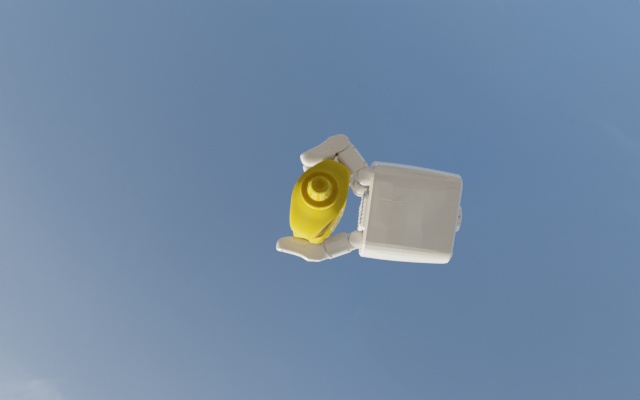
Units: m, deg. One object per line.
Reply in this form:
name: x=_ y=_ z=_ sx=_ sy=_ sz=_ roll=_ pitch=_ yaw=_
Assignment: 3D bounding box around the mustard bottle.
mustard bottle: x=0.000 y=0.002 z=0.570 sx=0.058 sy=0.096 sz=0.192 roll=31 pitch=-8 yaw=5
